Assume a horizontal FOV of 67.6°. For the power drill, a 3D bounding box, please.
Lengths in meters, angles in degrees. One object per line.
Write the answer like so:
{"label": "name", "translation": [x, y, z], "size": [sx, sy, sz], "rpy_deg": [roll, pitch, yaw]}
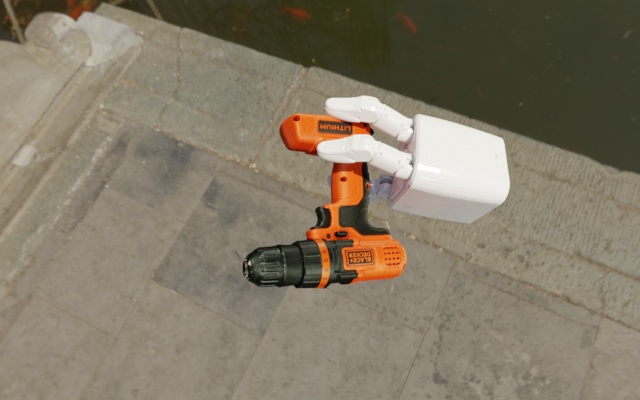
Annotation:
{"label": "power drill", "translation": [0.000, 0.001, 0.526], "size": [0.184, 0.187, 0.057], "rpy_deg": [0, -14, -26]}
